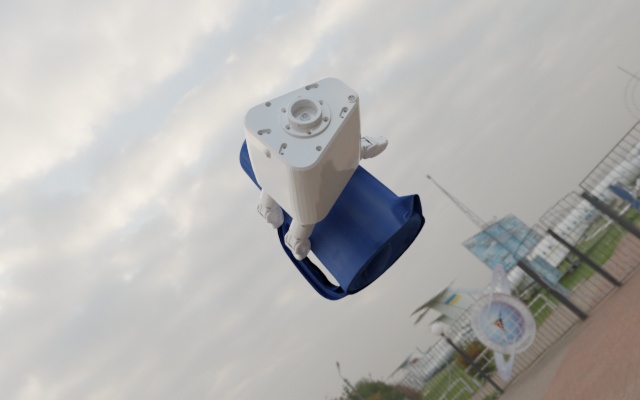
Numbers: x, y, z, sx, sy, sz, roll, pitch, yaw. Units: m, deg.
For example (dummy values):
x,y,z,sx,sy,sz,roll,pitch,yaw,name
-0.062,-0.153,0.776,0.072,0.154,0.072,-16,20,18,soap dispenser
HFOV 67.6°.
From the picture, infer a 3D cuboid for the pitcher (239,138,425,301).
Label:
x,y,z,sx,sy,sz,roll,pitch,yaw,name
0.000,0.002,0.625,0.149,0.242,0.145,-39,-23,-15,pitcher
